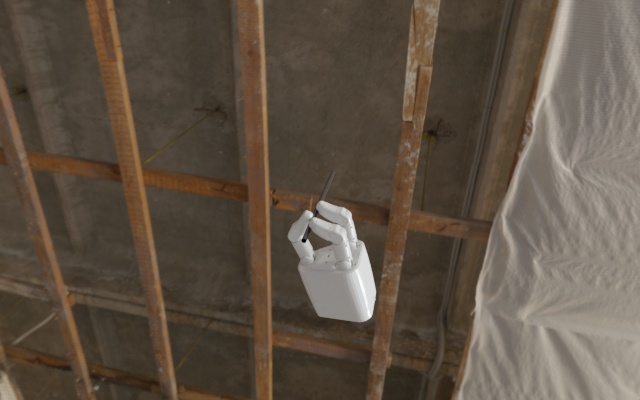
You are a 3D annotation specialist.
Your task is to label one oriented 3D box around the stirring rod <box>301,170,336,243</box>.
[{"bbox_3d":[0.000,0.003,0.807,0.011,0.011,0.239,0,28,14],"label":"stirring rod"}]
